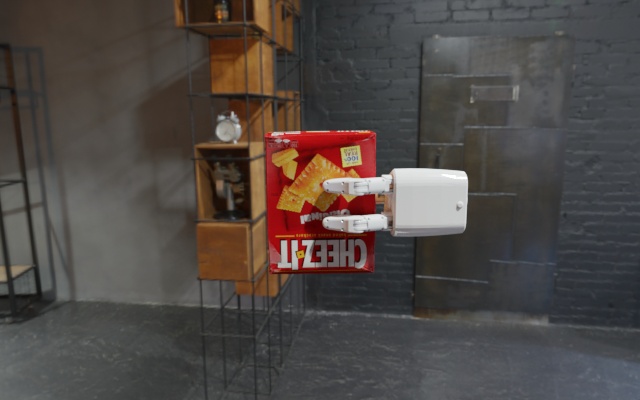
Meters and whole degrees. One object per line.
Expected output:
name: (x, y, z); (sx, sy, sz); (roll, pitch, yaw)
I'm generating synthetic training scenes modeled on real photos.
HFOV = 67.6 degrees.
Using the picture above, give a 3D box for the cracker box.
cracker box: (0.000, 0.002, 0.730); (0.164, 0.214, 0.072); (-1, 10, -1)
